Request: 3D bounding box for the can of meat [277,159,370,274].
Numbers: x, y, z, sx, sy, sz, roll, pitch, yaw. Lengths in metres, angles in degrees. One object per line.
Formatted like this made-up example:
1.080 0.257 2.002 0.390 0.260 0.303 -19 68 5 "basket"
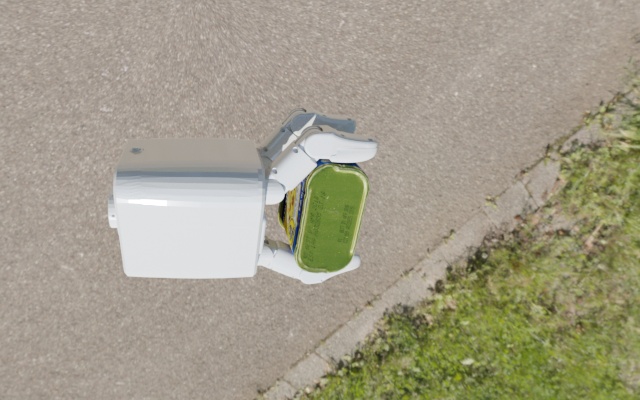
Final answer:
0.000 0.002 0.418 0.057 0.102 0.084 4 23 -15 "can of meat"
